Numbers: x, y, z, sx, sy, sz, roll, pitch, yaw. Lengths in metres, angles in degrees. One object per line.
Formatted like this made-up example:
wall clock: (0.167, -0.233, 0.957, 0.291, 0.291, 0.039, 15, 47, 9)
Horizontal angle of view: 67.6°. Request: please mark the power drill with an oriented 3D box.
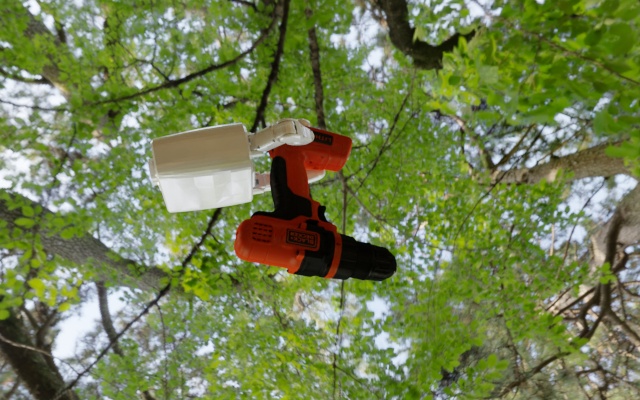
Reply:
power drill: (0.000, 0.001, 0.563, 0.184, 0.187, 0.057, 13, -38, -15)
